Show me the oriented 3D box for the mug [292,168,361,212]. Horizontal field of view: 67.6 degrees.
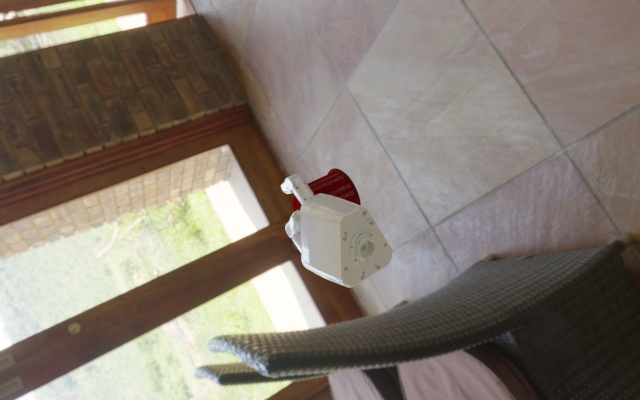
[{"bbox_3d":[-0.001,0.002,0.799,0.081,0.093,0.117,-25,20,-27],"label":"mug"}]
